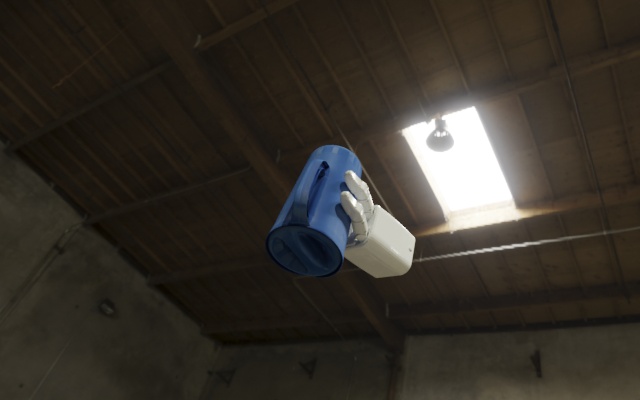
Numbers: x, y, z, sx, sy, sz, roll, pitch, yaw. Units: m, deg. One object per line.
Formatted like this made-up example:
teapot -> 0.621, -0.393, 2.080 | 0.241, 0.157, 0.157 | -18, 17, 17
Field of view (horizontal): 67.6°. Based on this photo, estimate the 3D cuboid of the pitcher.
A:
pitcher -> 0.000, 0.003, 0.856 | 0.145, 0.242, 0.149 | 37, -46, -17
